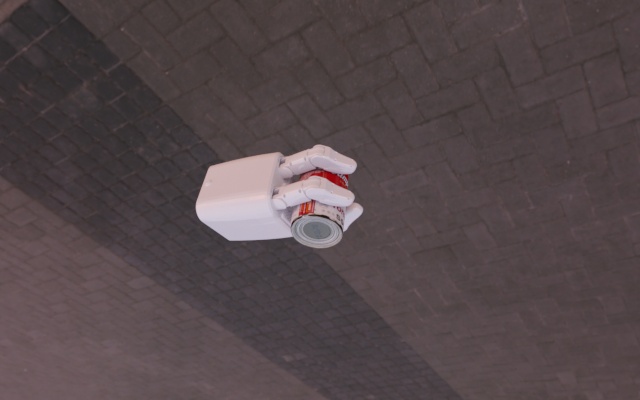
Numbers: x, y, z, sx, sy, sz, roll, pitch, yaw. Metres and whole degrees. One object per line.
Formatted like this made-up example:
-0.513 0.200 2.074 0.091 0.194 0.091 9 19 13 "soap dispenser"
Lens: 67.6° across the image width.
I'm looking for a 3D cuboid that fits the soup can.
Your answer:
0.001 0.002 0.622 0.068 0.102 0.069 5 -41 4 "soup can"
